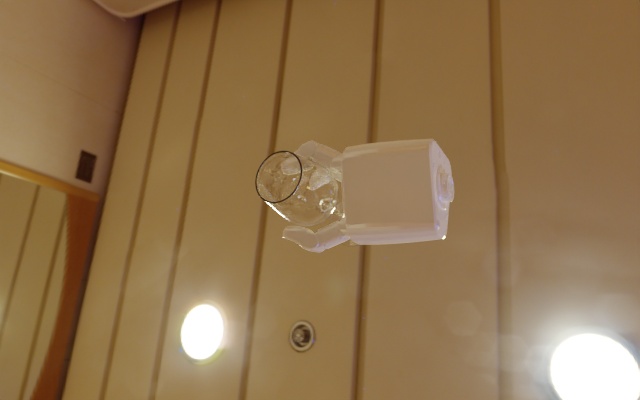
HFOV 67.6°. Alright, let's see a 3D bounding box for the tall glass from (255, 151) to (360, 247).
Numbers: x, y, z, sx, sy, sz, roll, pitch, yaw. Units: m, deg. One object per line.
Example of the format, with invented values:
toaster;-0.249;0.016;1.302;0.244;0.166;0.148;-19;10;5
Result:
tall glass;0.000;0.002;0.607;0.079;0.079;0.201;0;-17;30
